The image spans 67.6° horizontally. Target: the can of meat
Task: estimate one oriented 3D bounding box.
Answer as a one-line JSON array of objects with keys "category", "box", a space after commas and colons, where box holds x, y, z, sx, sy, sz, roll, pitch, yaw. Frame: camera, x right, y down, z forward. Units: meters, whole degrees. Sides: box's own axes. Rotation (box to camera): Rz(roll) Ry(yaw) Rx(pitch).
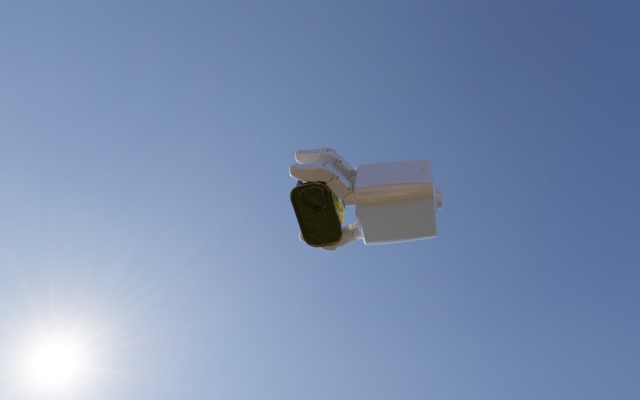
[{"category": "can of meat", "box": [0.000, 0.002, 0.696, 0.057, 0.102, 0.084, -10, 27, 15]}]
